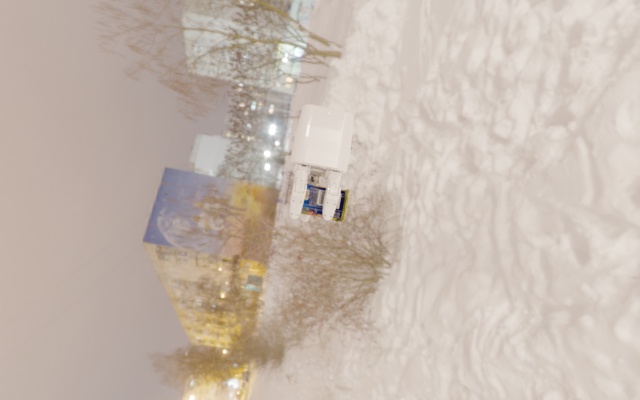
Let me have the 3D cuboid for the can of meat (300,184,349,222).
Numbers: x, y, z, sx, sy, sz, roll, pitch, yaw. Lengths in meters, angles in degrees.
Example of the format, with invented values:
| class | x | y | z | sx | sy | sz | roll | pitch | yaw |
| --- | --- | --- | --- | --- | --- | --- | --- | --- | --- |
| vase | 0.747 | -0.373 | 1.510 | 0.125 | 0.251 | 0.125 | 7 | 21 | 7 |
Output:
| class | x | y | z | sx | sy | sz | roll | pitch | yaw |
| --- | --- | --- | --- | --- | --- | --- | --- | --- | --- |
| can of meat | 0.000 | 0.003 | 0.853 | 0.084 | 0.057 | 0.102 | 11 | -4 | -6 |
